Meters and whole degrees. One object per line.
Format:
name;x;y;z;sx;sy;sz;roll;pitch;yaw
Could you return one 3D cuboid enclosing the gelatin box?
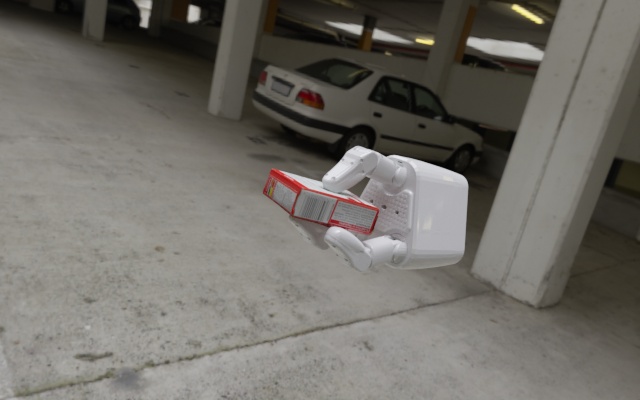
gelatin box;0.000;0.001;0.452;0.089;0.030;0.073;15;9;-31
